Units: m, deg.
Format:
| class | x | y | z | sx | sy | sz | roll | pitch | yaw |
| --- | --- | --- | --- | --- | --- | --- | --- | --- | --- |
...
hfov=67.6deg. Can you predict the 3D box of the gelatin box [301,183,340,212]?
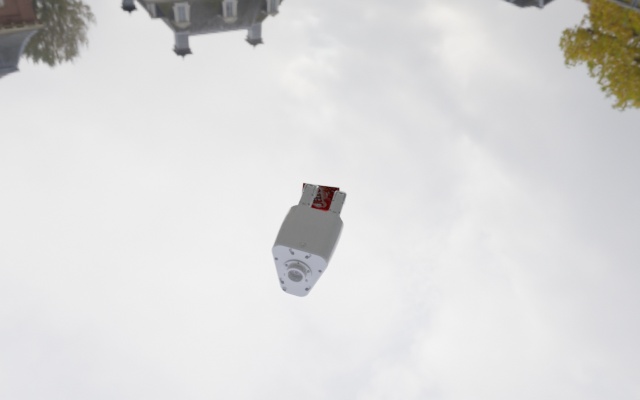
| class | x | y | z | sx | sy | sz | roll | pitch | yaw |
| --- | --- | --- | --- | --- | --- | --- | --- | --- | --- |
| gelatin box | 0.000 | 0.003 | 0.893 | 0.073 | 0.030 | 0.089 | 7 | 32 | -4 |
